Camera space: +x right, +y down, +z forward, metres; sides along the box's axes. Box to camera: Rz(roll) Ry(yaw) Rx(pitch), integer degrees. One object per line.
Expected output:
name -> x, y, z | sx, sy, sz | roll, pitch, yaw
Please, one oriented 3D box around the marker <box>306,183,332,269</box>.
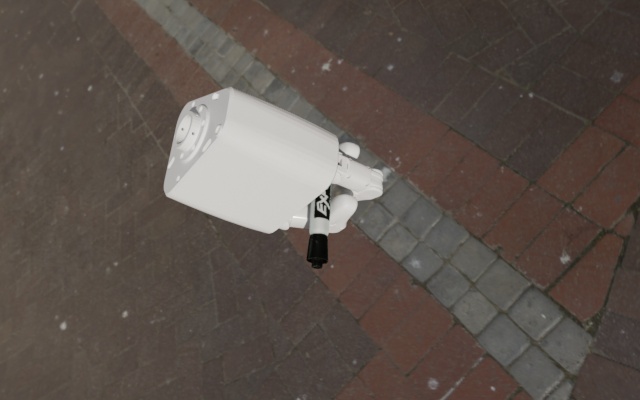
marker -> 0.000, 0.001, 0.425 | 0.020, 0.121, 0.020 | 3, -24, 1
